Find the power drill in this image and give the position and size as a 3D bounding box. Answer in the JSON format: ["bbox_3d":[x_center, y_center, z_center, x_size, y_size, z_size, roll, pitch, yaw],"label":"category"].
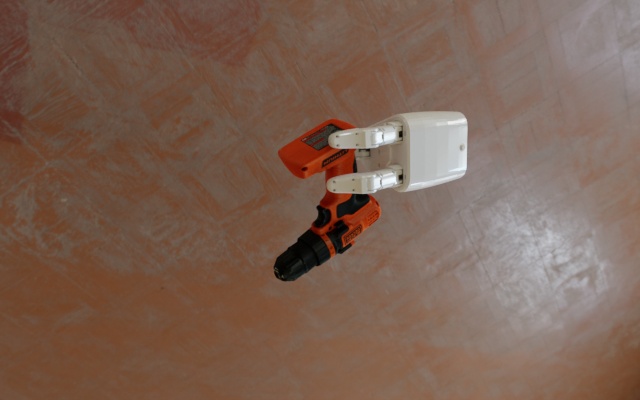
[{"bbox_3d":[0.000,0.002,0.627,0.184,0.188,0.057,-36,49,-26],"label":"power drill"}]
